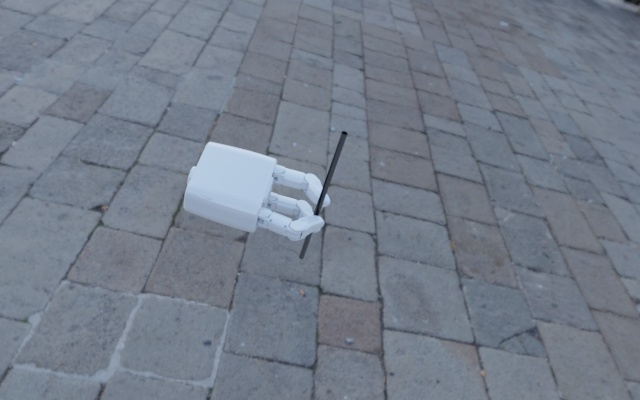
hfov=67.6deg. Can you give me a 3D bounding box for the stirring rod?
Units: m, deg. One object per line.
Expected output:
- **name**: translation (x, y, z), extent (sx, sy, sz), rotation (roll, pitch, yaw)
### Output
- **stirring rod**: translation (0.000, 0.002, 0.684), extent (0.011, 0.240, 0.011), rotation (11, 40, -10)
